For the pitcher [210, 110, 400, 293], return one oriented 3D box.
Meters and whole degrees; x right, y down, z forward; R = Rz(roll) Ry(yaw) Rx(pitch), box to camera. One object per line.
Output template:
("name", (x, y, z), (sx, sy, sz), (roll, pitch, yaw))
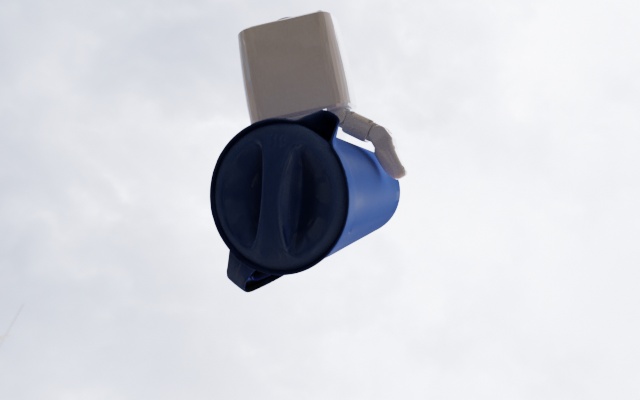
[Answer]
("pitcher", (0.000, 0.001, 0.509), (0.149, 0.145, 0.243), (-14, -4, 23))
